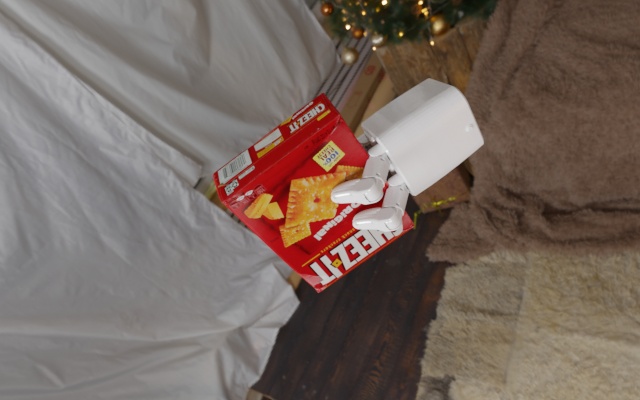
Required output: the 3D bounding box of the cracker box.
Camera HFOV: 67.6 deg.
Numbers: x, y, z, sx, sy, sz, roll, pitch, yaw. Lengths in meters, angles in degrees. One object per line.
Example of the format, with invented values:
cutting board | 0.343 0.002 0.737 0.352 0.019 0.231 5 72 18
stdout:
cracker box | 0.000 0.002 0.595 0.164 0.214 0.072 -35 39 6
